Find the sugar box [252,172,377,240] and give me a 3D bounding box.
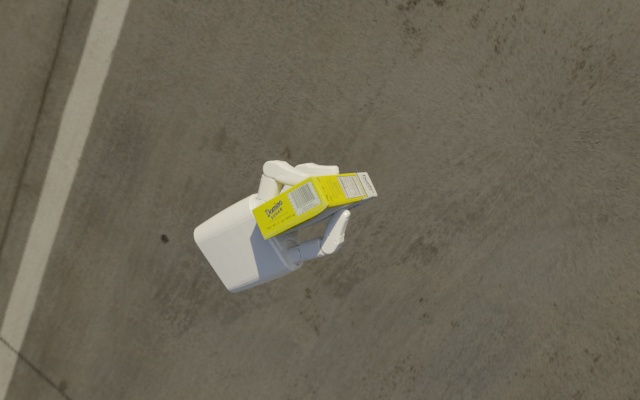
[{"bbox_3d":[0.000,0.002,0.615,0.093,0.048,0.176,-27,-5,24],"label":"sugar box"}]
